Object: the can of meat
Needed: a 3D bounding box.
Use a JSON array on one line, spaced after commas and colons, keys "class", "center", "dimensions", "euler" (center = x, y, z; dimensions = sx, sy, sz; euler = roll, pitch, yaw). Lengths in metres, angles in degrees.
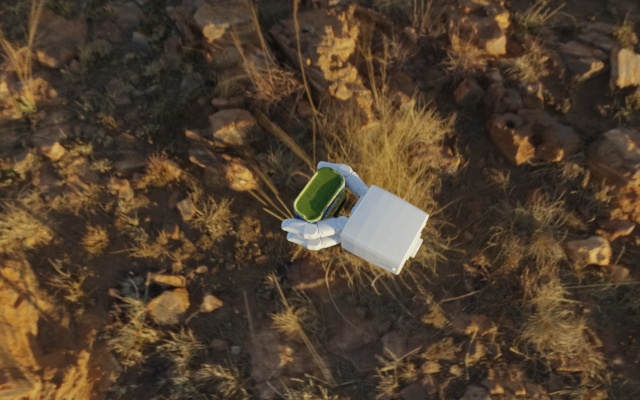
[{"class": "can of meat", "center": [0.000, 0.002, 0.794], "dimensions": [0.057, 0.102, 0.084], "euler": [31, -15, 14]}]
